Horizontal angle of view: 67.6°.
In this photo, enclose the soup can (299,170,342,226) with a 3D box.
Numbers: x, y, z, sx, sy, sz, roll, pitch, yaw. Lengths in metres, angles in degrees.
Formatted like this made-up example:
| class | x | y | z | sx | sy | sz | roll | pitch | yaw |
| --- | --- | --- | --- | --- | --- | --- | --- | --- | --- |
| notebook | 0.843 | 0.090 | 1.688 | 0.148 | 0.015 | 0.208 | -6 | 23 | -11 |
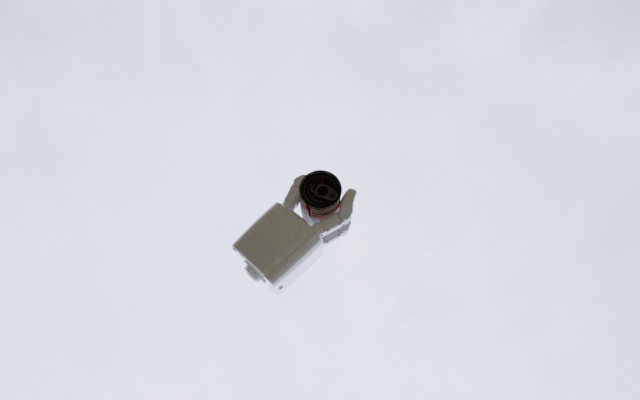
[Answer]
| class | x | y | z | sx | sy | sz | roll | pitch | yaw |
| --- | --- | --- | --- | --- | --- | --- | --- | --- | --- |
| soup can | 0.000 | 0.002 | 0.797 | 0.068 | 0.068 | 0.102 | 0 | -24 | 0 |
